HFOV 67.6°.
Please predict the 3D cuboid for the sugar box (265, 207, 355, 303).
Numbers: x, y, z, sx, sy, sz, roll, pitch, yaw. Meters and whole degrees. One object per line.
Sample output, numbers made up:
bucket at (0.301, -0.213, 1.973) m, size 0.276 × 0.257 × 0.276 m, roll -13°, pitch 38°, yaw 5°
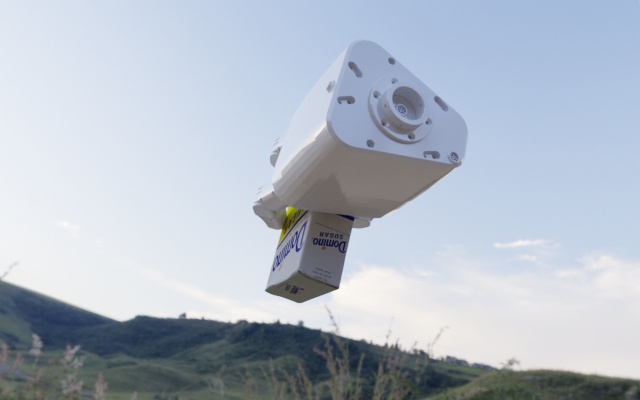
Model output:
sugar box at (0.000, 0.001, 0.449) m, size 0.048 × 0.176 × 0.093 m, roll 24°, pitch -27°, yaw -14°
